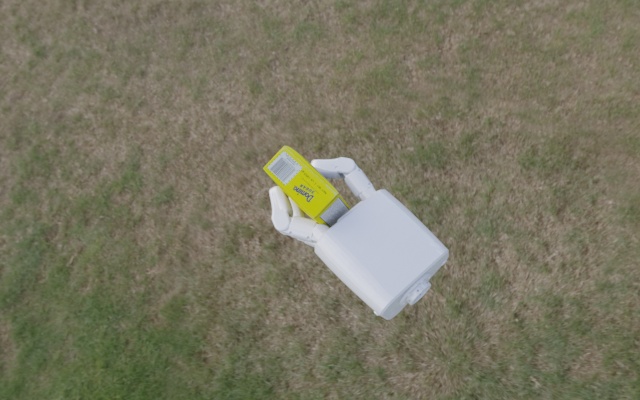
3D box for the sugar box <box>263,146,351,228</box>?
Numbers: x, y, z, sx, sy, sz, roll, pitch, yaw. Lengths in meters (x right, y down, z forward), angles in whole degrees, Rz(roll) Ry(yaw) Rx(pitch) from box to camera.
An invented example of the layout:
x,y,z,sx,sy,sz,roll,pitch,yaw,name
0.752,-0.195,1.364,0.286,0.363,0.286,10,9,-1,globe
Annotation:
x,y,z,sx,sy,sz,roll,pitch,yaw,name
0.000,0.002,0.608,0.093,0.048,0.176,44,-3,24,sugar box
